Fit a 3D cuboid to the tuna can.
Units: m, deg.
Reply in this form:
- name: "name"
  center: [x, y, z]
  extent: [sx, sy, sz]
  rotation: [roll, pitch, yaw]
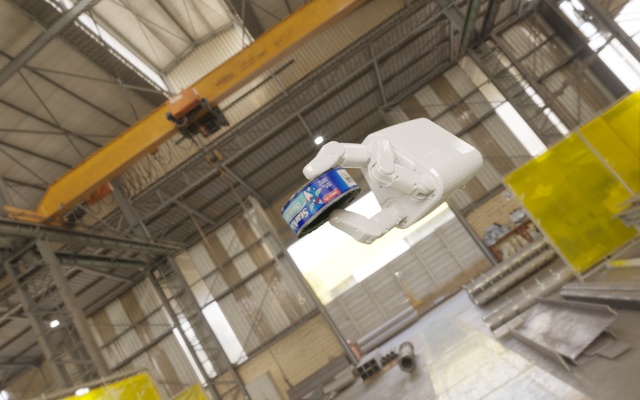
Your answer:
- name: "tuna can"
  center: [0.000, 0.001, 0.514]
  extent: [0.086, 0.033, 0.086]
  rotation: [-37, -10, -8]
